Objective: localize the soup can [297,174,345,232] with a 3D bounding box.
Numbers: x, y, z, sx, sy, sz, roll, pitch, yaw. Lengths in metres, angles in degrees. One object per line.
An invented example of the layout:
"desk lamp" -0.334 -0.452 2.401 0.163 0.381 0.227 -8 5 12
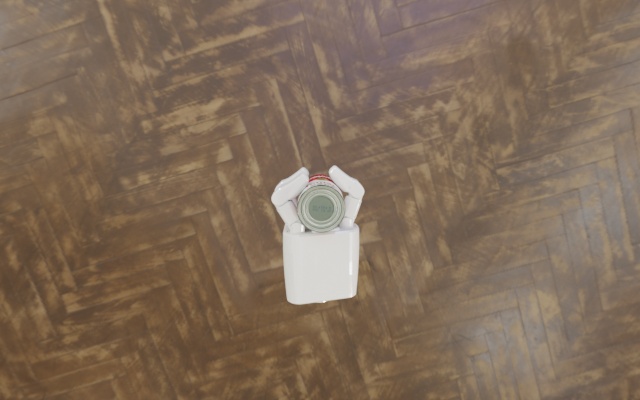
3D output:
"soup can" 0.000 0.002 0.692 0.068 0.068 0.102 0 11 -1
